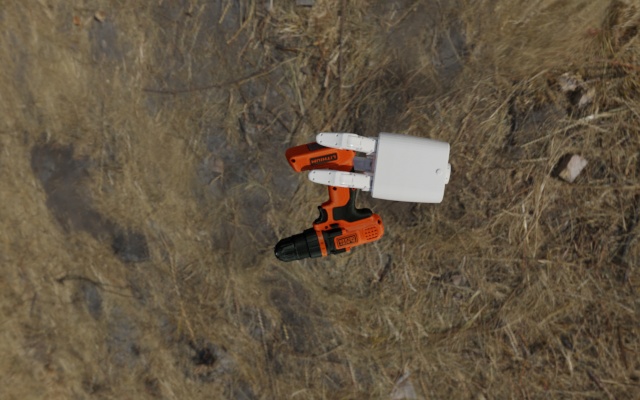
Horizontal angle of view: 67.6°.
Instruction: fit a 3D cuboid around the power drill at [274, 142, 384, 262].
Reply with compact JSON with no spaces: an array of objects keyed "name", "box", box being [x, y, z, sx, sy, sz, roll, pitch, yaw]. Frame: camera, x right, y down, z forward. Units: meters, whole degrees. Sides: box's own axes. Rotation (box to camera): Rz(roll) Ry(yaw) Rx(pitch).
[{"name":"power drill","box":[0.000,0.002,0.760,0.184,0.188,0.057,-15,25,-6]}]
